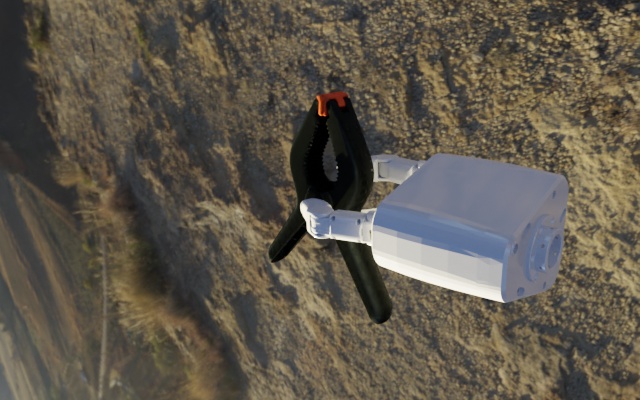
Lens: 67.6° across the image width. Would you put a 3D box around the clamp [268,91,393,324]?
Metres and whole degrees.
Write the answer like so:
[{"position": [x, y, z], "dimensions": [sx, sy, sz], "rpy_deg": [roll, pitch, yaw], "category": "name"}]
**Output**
[{"position": [0.000, 0.001, 0.464], "dimensions": [0.164, 0.210, 0.036], "rpy_deg": [14, 25, 42], "category": "clamp"}]
